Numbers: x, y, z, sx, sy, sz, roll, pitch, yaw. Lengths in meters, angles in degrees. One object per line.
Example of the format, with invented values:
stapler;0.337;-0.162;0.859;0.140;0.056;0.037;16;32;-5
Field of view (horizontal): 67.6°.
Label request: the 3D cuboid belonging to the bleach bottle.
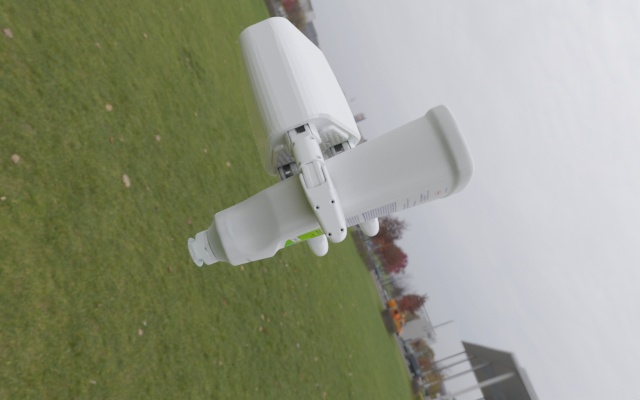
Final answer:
bleach bottle;0.000;0.001;0.423;0.251;0.068;0.102;-21;-14;4
